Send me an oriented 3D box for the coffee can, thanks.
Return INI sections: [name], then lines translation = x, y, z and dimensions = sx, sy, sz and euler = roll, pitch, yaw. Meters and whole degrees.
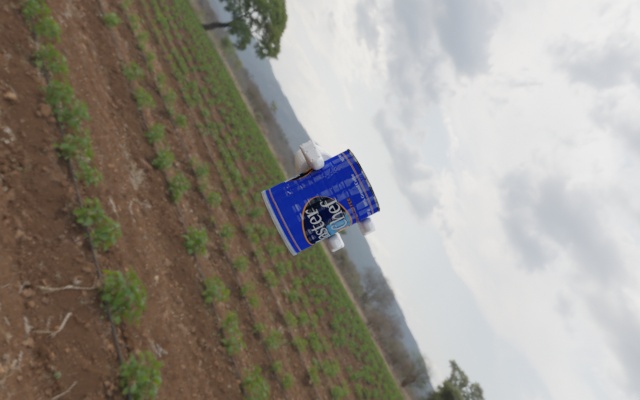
[coffee can]
translation = 0.000, 0.002, 0.685
dimensions = 0.140, 0.103, 0.103
euler = -27, 0, -1
